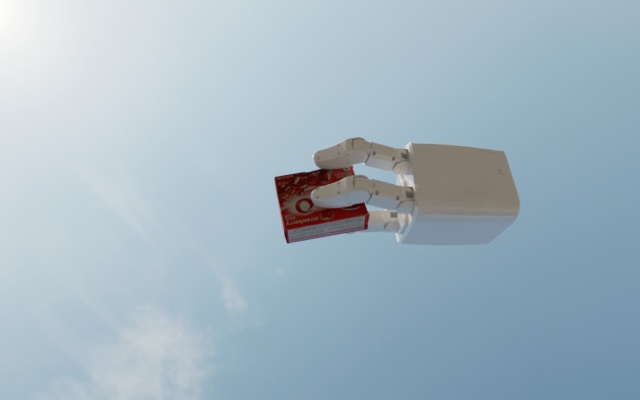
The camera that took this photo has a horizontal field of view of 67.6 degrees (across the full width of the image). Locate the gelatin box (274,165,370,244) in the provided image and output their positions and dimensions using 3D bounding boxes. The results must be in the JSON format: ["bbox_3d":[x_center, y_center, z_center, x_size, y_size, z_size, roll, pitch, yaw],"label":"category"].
[{"bbox_3d":[0.000,0.002,0.507,0.089,0.073,0.030,-10,-38,-6],"label":"gelatin box"}]
